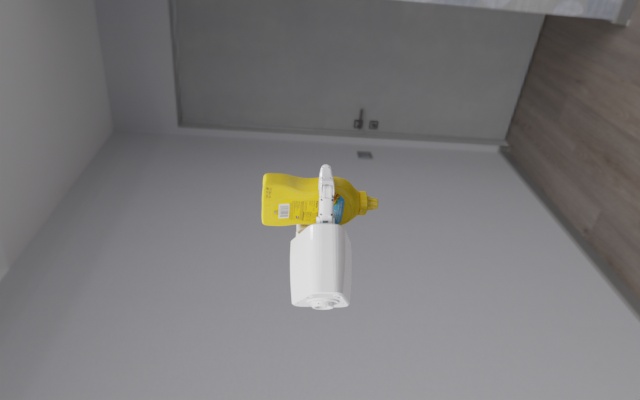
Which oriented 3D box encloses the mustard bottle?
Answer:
[{"bbox_3d":[0.000,0.002,0.790,0.191,0.096,0.058,2,42,-6],"label":"mustard bottle"}]
